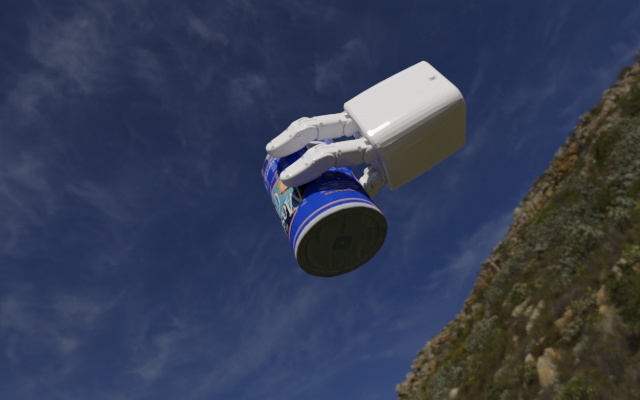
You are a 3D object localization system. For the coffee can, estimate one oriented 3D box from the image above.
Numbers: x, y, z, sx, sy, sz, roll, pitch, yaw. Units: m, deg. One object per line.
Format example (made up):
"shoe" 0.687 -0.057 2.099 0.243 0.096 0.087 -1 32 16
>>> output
"coffee can" 0.000 0.002 0.546 0.103 0.103 0.140 0 39 -26
